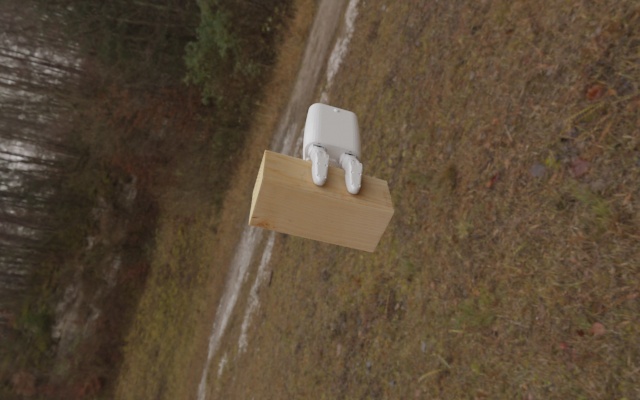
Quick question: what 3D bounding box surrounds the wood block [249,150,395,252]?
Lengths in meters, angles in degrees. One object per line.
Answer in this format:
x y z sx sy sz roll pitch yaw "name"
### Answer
0.000 0.002 0.759 0.206 0.091 0.090 13 35 -12 "wood block"
